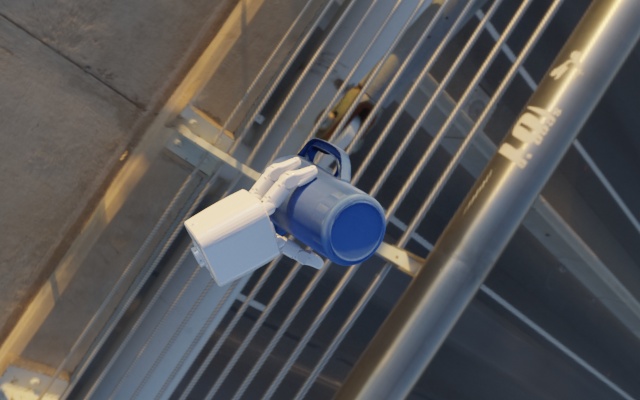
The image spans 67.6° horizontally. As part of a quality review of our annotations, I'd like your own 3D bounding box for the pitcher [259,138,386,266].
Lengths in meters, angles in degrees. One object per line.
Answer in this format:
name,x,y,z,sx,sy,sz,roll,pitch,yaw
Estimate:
pitcher,0.000,0.003,0.767,0.145,0.149,0.242,-28,26,-18
